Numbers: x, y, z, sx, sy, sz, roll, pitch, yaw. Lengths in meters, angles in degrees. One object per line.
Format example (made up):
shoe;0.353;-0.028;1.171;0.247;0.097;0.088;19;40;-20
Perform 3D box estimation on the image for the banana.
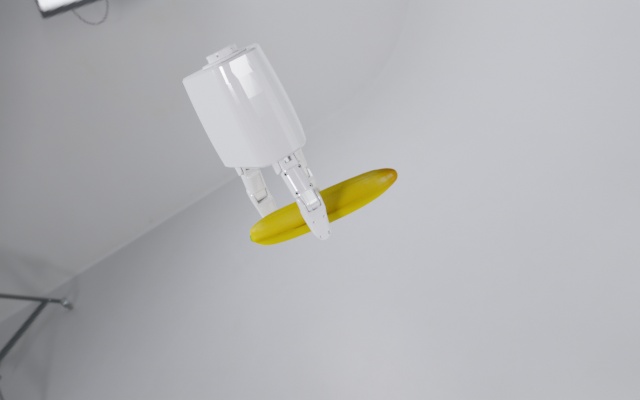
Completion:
banana;-0.005;0.008;0.545;0.198;0.037;0.069;-23;13;11
